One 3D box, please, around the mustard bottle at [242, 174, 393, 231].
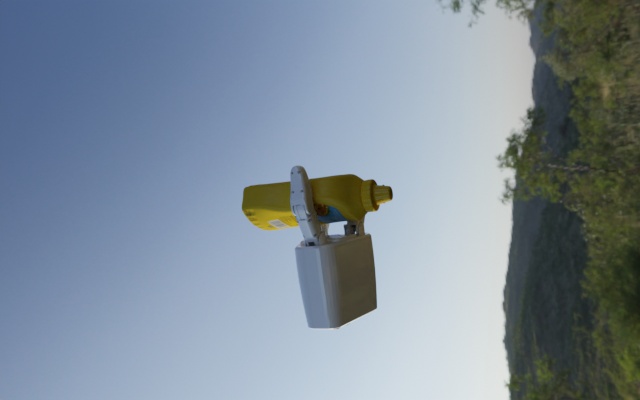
[{"bbox_3d":[0.000,0.002,0.625,0.191,0.058,0.096,-6,-23,24],"label":"mustard bottle"}]
